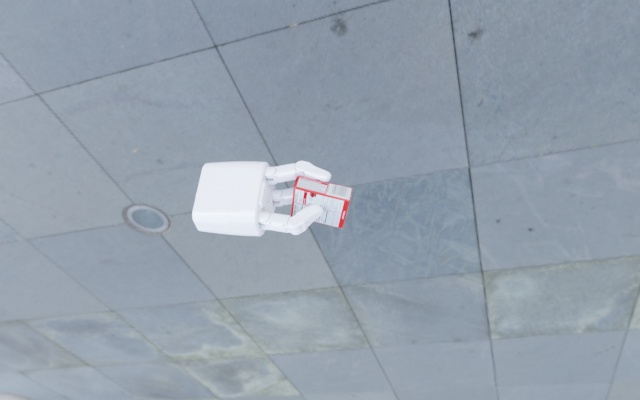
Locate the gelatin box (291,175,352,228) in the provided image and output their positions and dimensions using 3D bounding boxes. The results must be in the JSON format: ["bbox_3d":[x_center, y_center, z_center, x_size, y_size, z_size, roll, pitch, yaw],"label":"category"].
[{"bbox_3d":[0.000,0.003,0.749,0.089,0.030,0.073,14,-40,3],"label":"gelatin box"}]
